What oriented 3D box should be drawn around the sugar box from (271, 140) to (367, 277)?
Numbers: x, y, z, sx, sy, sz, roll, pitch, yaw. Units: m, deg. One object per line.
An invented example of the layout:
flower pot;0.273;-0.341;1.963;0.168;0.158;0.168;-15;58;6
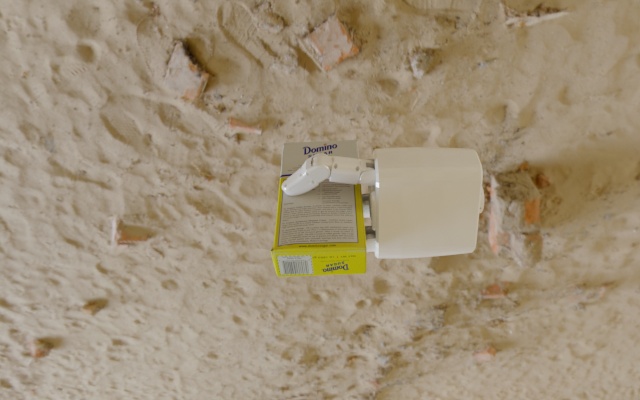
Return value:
sugar box;0.000;0.002;0.528;0.093;0.048;0.176;-2;41;3
